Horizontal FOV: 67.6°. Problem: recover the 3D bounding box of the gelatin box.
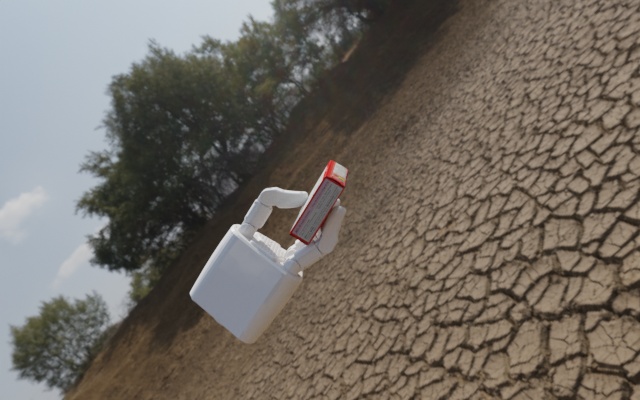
[{"bbox_3d":[0.000,0.001,0.584,0.030,0.089,0.073,30,20,-4],"label":"gelatin box"}]
